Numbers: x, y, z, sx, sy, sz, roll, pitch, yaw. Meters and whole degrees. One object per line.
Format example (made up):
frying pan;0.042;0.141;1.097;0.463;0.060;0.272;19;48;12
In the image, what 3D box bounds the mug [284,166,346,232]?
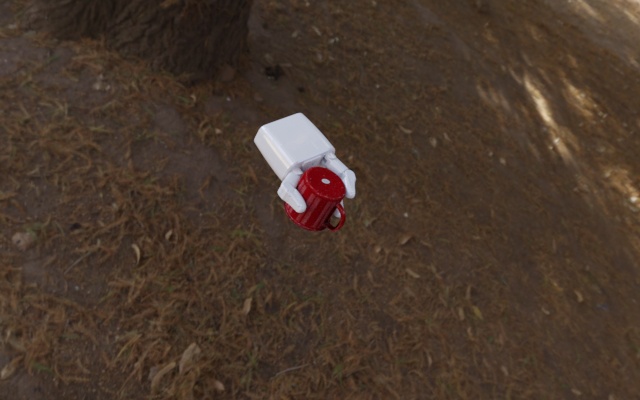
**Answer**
mug;0.001;0.004;0.843;0.093;0.117;0.081;-20;-28;-44
